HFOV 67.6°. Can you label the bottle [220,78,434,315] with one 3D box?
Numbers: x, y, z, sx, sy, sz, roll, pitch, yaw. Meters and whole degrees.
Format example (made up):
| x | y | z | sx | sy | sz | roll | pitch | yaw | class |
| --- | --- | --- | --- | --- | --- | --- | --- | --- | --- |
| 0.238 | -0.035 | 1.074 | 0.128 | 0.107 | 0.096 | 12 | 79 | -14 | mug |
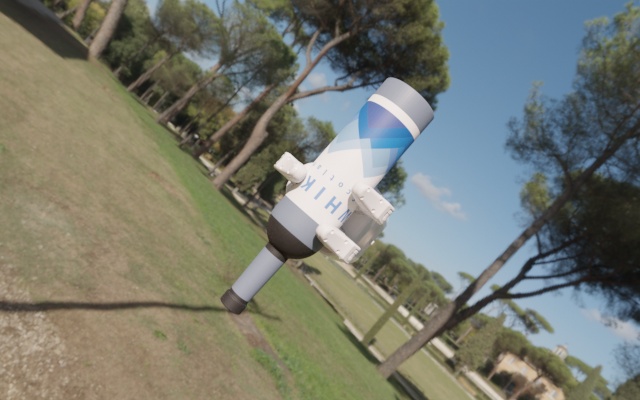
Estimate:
| x | y | z | sx | sy | sz | roll | pitch | yaw | class |
| --- | --- | --- | --- | --- | --- | --- | --- | --- | --- |
| 0.000 | 0.001 | 0.511 | 0.069 | 0.295 | 0.069 | 41 | -1 | 1 | bottle |
